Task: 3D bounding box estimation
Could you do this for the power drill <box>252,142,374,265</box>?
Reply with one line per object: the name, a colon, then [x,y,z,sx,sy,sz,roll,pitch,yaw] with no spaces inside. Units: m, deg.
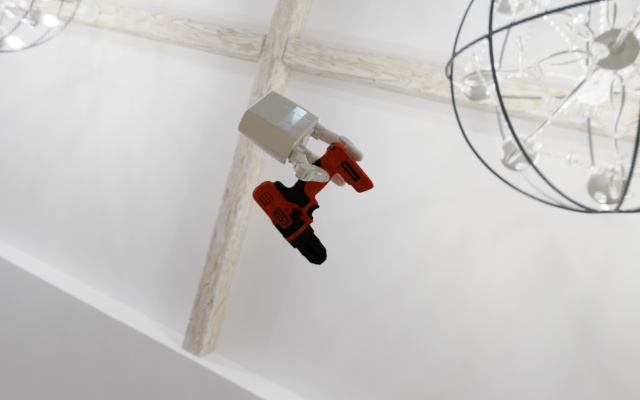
power drill: [0.000,0.002,0.848,0.187,0.184,0.057,-38,12,8]
